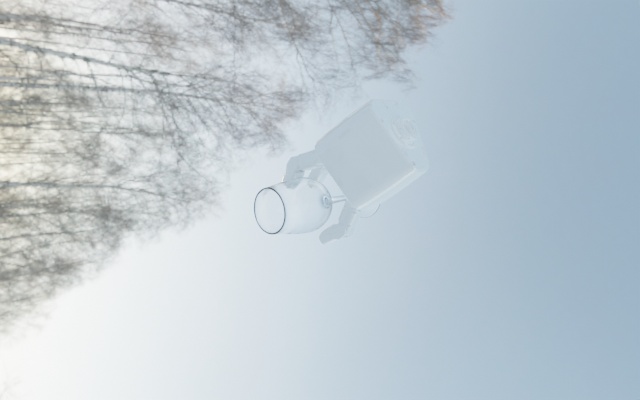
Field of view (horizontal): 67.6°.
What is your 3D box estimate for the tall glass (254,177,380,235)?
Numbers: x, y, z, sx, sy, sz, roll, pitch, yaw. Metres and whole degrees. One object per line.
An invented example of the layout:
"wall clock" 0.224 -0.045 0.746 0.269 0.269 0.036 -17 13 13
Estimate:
"tall glass" 0.001 0.002 0.690 0.079 0.079 0.201 0 7 43
